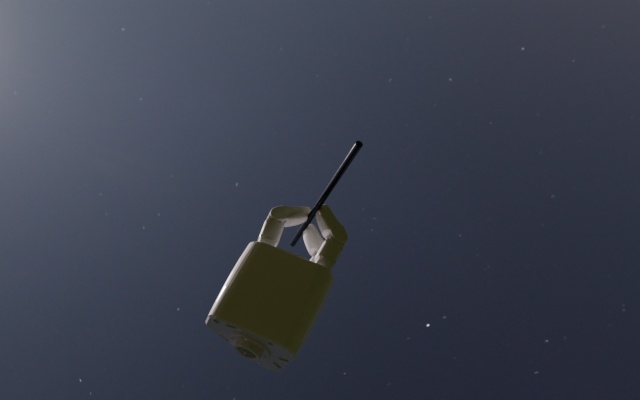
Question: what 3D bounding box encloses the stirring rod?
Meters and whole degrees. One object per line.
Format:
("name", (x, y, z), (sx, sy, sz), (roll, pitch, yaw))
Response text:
("stirring rod", (0.000, 0.002, 0.591), (0.011, 0.011, 0.240), (0, -30, -23))
